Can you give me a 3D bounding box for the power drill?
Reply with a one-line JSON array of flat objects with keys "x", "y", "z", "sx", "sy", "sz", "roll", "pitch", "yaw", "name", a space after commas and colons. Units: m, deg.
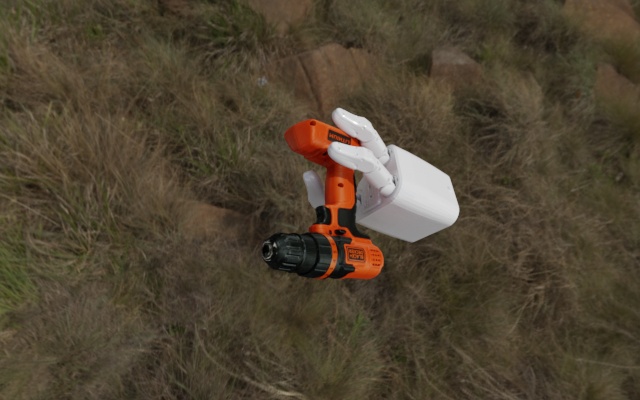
[{"x": 0.000, "y": 0.001, "z": 0.576, "sx": 0.057, "sy": 0.187, "sz": 0.184, "roll": -17, "pitch": -21, "yaw": 38, "name": "power drill"}]
